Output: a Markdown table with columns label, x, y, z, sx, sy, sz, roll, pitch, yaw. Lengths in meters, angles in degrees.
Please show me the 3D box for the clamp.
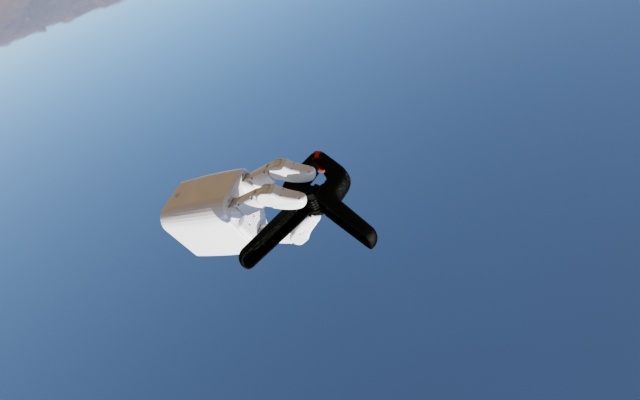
| label | x | y | z | sx | sy | sz | roll | pitch | yaw |
| --- | --- | --- | --- | --- | --- | --- | --- | --- | --- |
| clamp | 0.000 | 0.002 | 0.608 | 0.164 | 0.036 | 0.209 | -6 | 37 | 19 |
